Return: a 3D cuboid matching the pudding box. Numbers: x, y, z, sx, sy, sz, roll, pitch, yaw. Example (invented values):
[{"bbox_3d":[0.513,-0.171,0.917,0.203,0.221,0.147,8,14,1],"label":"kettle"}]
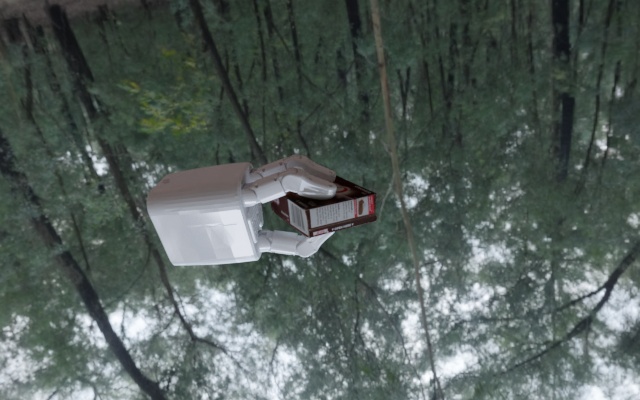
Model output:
[{"bbox_3d":[0.000,0.002,0.565,0.090,0.039,0.113,-13,23,-23],"label":"pudding box"}]
